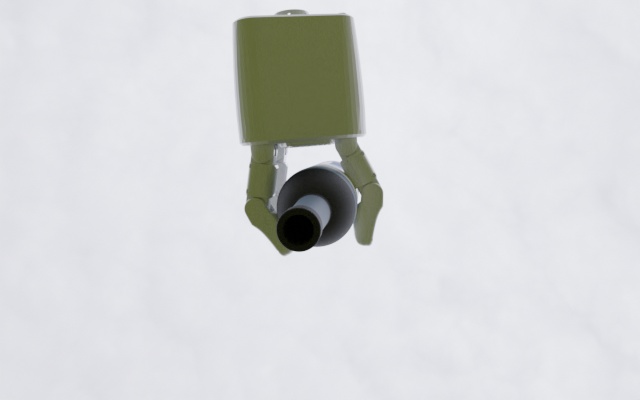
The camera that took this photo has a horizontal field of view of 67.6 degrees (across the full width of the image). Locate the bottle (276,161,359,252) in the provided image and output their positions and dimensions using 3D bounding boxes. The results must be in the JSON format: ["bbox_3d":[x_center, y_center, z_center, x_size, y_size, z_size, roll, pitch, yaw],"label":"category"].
[{"bbox_3d":[0.000,0.001,0.432,0.069,0.069,0.295,0,6,5],"label":"bottle"}]
